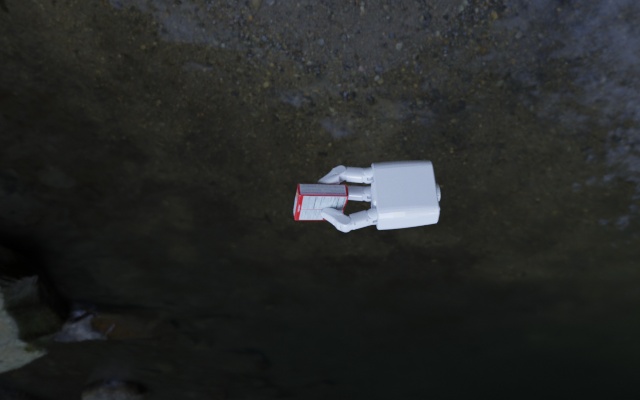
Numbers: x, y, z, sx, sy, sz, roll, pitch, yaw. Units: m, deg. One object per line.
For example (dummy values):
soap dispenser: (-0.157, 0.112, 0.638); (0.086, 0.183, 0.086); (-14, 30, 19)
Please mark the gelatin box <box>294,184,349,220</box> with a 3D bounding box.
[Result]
gelatin box: (0.000, 0.003, 0.846); (0.089, 0.030, 0.073); (0, -37, -11)
